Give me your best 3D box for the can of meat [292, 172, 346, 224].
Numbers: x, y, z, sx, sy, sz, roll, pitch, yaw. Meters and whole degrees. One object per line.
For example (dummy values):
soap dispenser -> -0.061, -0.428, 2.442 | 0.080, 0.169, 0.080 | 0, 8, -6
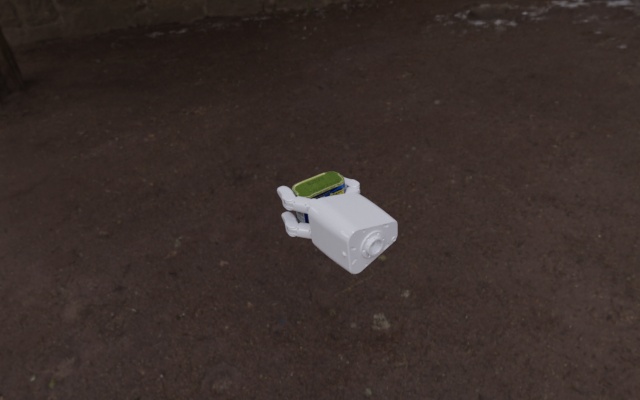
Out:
can of meat -> 0.000, 0.003, 0.879 | 0.102, 0.084, 0.057 | -24, 38, -22
